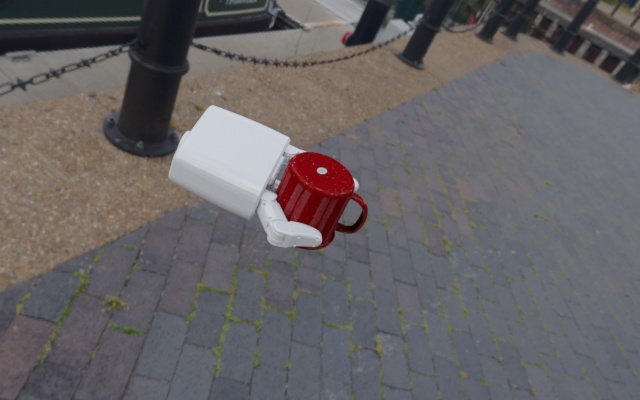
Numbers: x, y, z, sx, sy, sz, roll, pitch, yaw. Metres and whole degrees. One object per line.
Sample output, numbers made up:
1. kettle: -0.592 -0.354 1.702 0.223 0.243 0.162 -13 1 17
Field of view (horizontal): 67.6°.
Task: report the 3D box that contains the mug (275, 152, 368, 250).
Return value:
1. mug: 0.001 0.002 0.562 0.117 0.081 0.093 24 34 -4
